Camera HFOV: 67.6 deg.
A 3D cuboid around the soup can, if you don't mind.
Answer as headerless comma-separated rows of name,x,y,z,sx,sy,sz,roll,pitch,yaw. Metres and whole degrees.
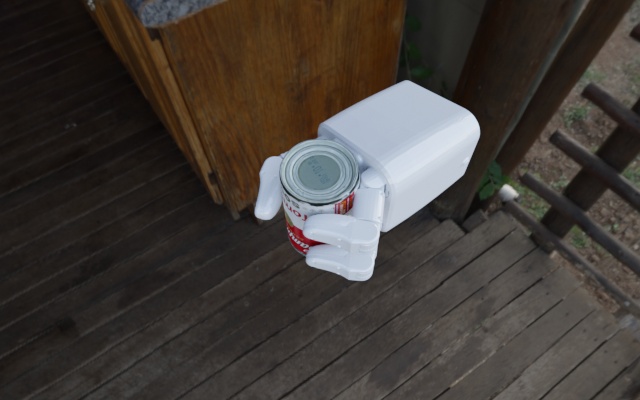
soup can,0.000,0.001,0.431,0.068,0.068,0.102,0,-31,1
